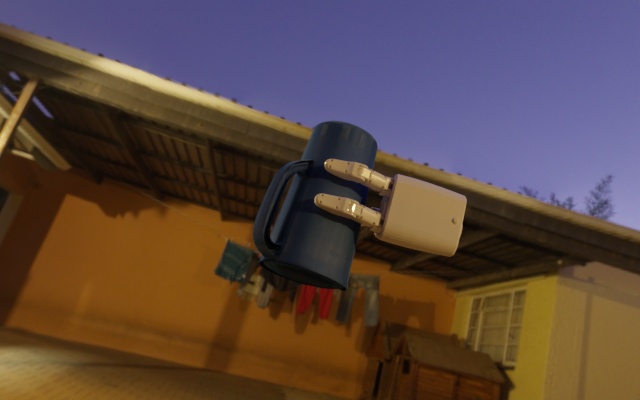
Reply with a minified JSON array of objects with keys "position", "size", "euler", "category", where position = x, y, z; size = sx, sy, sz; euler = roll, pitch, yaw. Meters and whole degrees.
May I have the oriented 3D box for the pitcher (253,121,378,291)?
[{"position":[0.000,0.002,0.714],"size":[0.145,0.242,0.149],"euler":[16,-18,4],"category":"pitcher"}]
